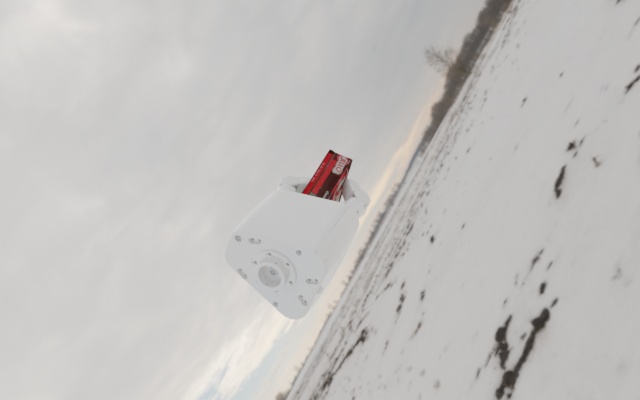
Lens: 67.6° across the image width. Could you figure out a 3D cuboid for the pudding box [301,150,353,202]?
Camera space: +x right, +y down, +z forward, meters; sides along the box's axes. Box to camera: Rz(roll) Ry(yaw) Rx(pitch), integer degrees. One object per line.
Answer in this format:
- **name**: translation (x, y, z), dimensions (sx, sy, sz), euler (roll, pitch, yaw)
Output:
- **pudding box**: translation (0.000, 0.002, 0.626), dimensions (0.039, 0.090, 0.114), euler (28, -32, 7)
